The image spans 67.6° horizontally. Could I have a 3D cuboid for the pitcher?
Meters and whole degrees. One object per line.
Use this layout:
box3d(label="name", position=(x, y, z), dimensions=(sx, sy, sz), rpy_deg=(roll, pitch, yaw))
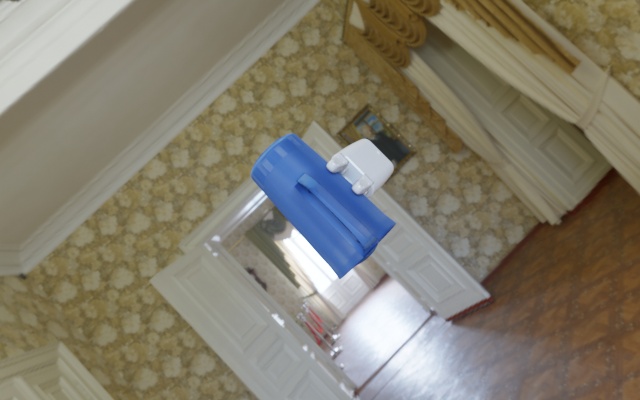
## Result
box3d(label="pitcher", position=(0.000, 0.003, 0.800), dimensions=(0.149, 0.243, 0.145), rpy_deg=(-49, -7, 39))
